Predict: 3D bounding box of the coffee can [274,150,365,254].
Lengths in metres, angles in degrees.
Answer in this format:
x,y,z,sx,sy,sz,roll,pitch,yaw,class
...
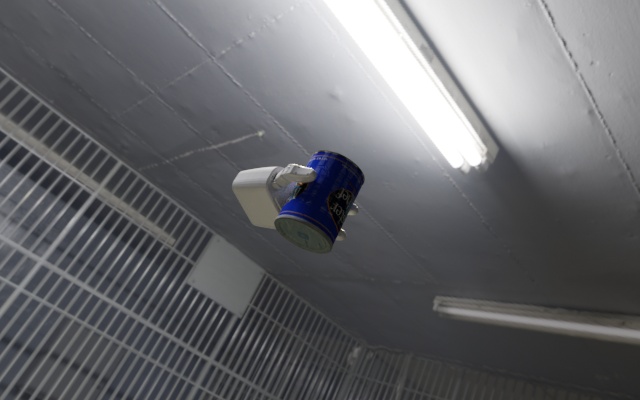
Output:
x,y,z,sx,sy,sz,roll,pitch,yaw,class
0.000,0.003,0.795,0.103,0.140,0.103,22,-27,12,coffee can
